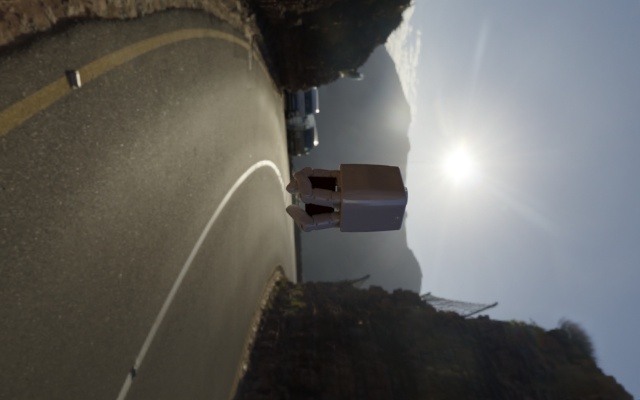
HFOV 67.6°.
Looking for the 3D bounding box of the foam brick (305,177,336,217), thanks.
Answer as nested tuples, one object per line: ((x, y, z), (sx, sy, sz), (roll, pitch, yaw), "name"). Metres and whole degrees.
((0.000, 0.003, 0.833), (0.051, 0.053, 0.078), (2, -38, 1), "foam brick")
